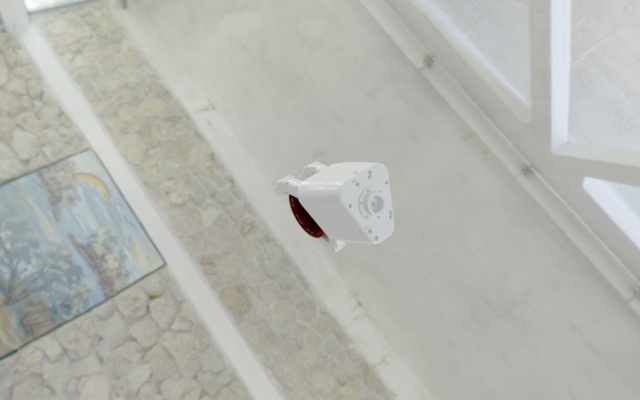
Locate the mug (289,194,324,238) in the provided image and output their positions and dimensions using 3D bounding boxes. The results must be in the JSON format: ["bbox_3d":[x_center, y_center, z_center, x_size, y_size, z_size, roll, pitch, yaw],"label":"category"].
[{"bbox_3d":[0.000,0.003,0.808,0.081,0.093,0.117,-29,18,-28],"label":"mug"}]
